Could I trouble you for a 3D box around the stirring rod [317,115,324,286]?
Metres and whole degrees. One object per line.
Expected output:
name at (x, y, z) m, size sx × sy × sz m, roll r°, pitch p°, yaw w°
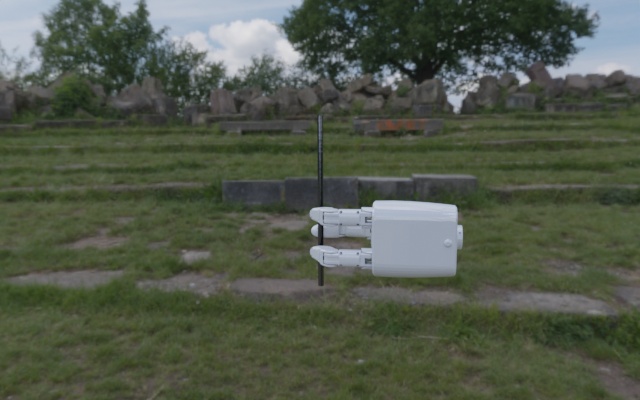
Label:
stirring rod at (0.000, 0.002, 0.673) m, size 0.011 × 0.239 × 0.011 m, roll 0°, pitch 6°, yaw 0°
